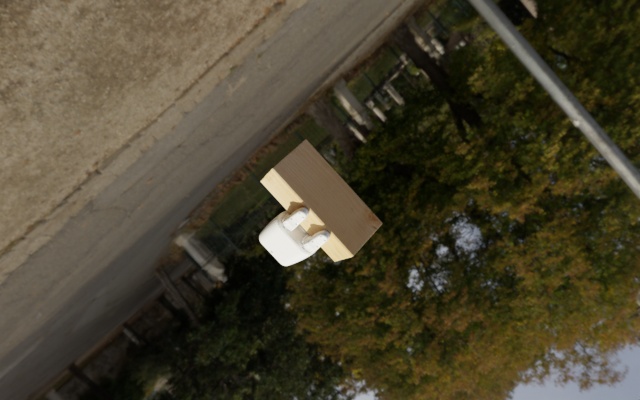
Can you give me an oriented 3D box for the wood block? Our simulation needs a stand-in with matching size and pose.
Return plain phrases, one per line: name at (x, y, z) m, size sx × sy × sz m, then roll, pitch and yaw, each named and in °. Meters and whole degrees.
wood block at (0.000, 0.003, 0.874) m, size 0.090 × 0.206 × 0.090 m, roll -45°, pitch 5°, yaw -24°
